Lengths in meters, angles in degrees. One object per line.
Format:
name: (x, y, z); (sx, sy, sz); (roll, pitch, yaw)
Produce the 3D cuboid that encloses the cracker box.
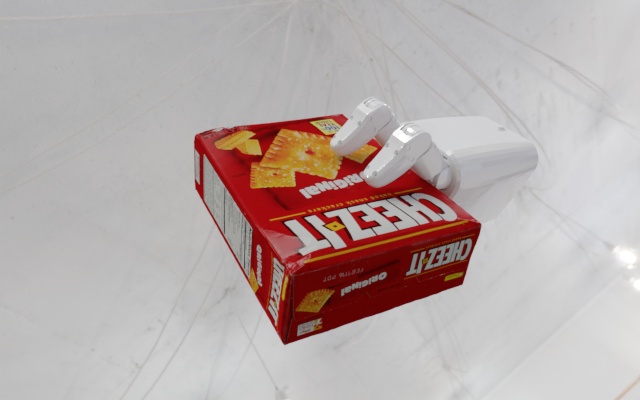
cracker box: (0.000, 0.001, 0.412); (0.164, 0.072, 0.213); (-12, 37, -26)
